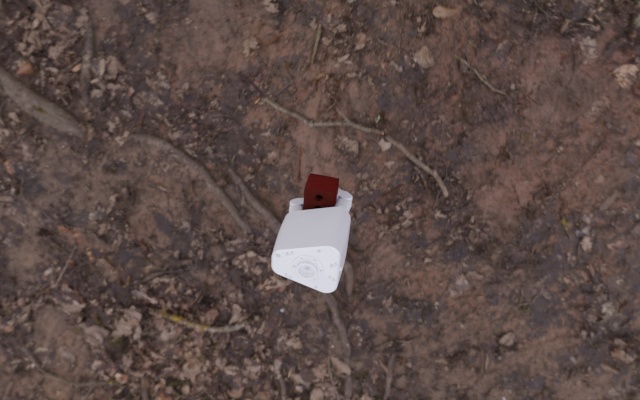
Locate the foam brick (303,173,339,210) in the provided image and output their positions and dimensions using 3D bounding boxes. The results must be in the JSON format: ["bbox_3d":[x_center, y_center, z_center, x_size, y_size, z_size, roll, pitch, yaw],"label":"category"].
[{"bbox_3d":[0.000,0.002,0.810,0.053,0.078,0.051,9,32,6],"label":"foam brick"}]
